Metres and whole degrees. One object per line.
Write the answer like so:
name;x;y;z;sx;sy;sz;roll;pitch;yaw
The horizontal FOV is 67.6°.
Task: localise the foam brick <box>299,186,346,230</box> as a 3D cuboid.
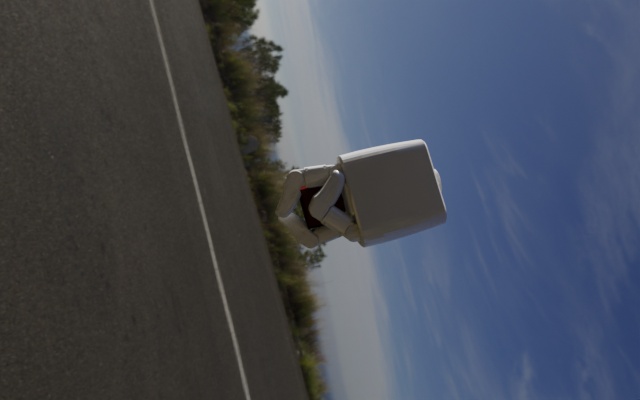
foam brick;0.000;0.002;0.624;0.051;0.053;0.078;-15;8;-3
